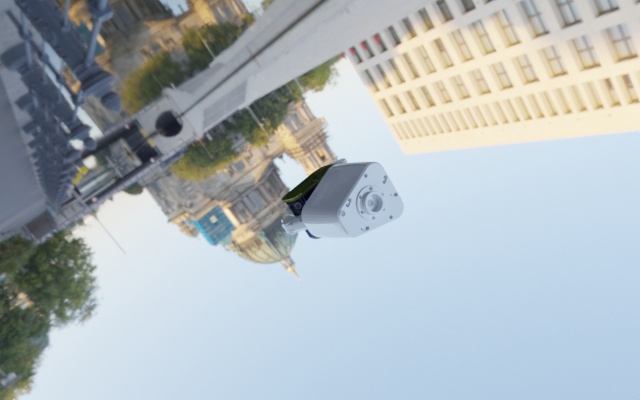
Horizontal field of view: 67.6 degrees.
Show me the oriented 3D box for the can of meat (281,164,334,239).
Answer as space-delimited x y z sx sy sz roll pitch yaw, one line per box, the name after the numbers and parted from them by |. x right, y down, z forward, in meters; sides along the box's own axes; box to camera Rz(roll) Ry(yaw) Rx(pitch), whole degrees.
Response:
0.000 0.003 0.797 0.102 0.084 0.057 -41 17 -27 | can of meat
